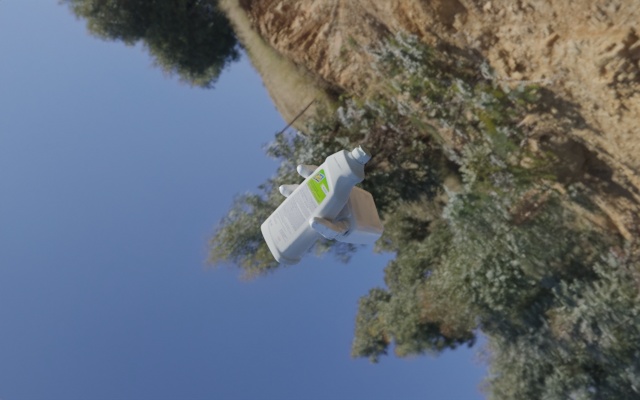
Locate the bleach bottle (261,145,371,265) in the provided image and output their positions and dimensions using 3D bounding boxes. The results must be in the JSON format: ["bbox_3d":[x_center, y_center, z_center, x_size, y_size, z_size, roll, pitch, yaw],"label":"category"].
[{"bbox_3d":[0.000,0.003,0.866,0.251,0.102,0.068,-45,-32,22],"label":"bleach bottle"}]
